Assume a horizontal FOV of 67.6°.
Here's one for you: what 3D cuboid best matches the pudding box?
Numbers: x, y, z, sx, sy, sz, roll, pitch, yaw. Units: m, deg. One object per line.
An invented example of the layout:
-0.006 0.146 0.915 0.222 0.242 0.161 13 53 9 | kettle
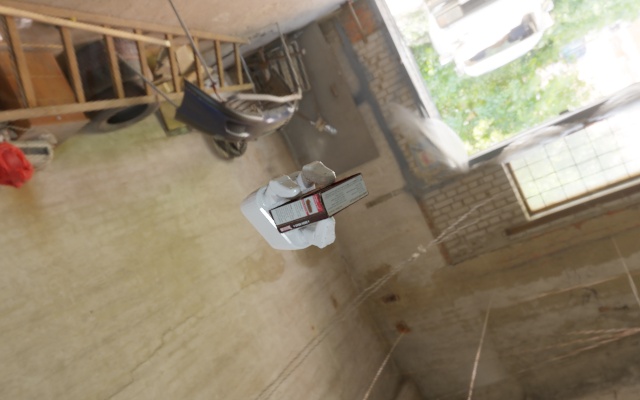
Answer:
0.000 0.002 0.643 0.090 0.039 0.113 -20 6 36 | pudding box
